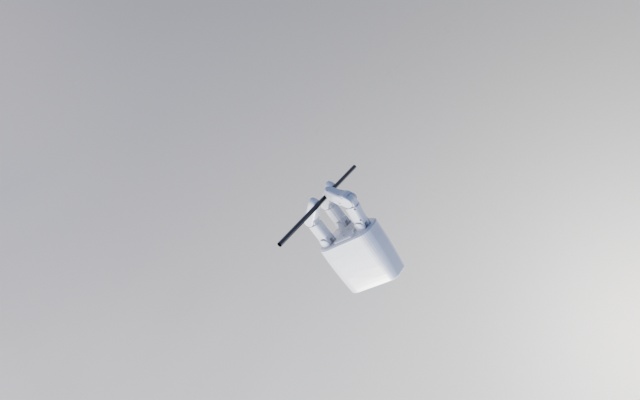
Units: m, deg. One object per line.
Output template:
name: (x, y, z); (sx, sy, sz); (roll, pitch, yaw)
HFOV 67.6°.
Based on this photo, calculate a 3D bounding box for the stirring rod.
stirring rod: (0.000, 0.003, 0.818); (0.011, 0.011, 0.239); (0, 33, 40)
